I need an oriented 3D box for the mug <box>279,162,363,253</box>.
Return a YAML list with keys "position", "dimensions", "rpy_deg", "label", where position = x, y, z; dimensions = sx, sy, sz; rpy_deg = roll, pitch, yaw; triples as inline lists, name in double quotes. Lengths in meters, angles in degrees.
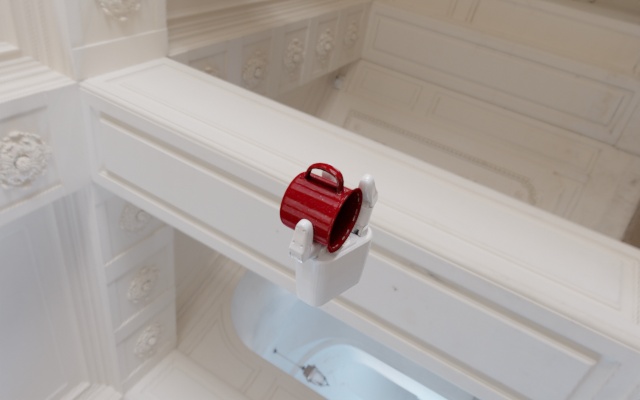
- position: [0.000, 0.001, 0.631]
  dimensions: [0.081, 0.117, 0.093]
  rpy_deg: [24, 43, 21]
  label: "mug"
